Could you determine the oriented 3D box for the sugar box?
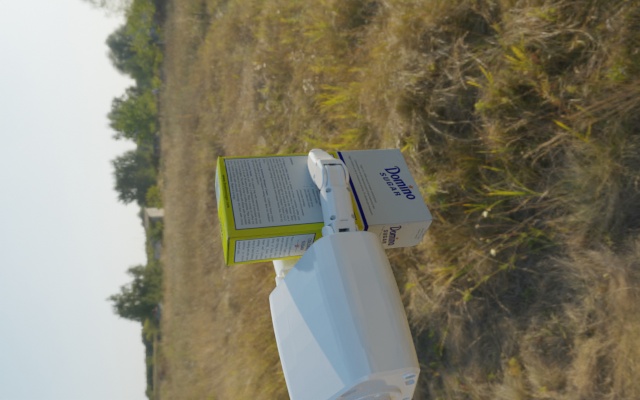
[{"bbox_3d":[0.000,0.002,0.424,0.176,0.093,0.048,-2,-40,-18],"label":"sugar box"}]
